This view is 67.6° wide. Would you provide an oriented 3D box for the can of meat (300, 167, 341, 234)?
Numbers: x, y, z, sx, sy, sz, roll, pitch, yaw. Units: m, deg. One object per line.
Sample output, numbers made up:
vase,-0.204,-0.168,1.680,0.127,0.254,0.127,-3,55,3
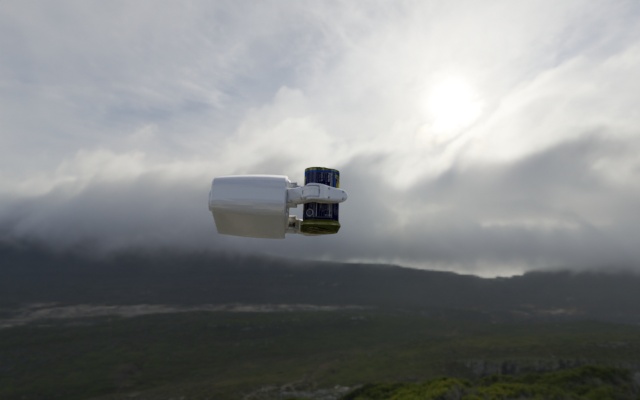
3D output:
can of meat,0.000,0.002,0.714,0.057,0.084,0.102,2,-12,-2
